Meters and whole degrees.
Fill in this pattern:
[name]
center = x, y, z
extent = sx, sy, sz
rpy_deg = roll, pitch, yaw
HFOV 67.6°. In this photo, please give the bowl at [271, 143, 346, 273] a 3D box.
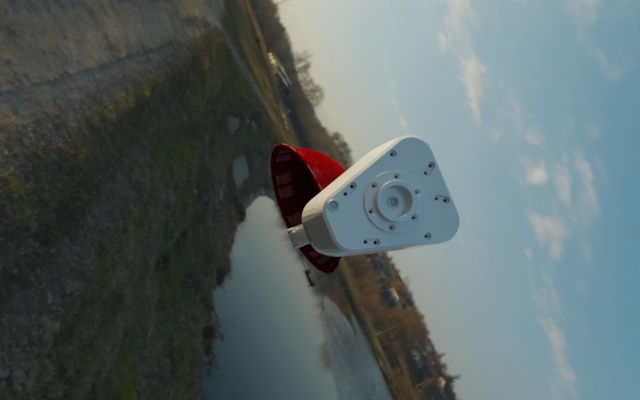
[bowl]
center = 0.000, 0.002, 0.569
extent = 0.055, 0.162, 0.162
rpy_deg = -23, 9, -22
